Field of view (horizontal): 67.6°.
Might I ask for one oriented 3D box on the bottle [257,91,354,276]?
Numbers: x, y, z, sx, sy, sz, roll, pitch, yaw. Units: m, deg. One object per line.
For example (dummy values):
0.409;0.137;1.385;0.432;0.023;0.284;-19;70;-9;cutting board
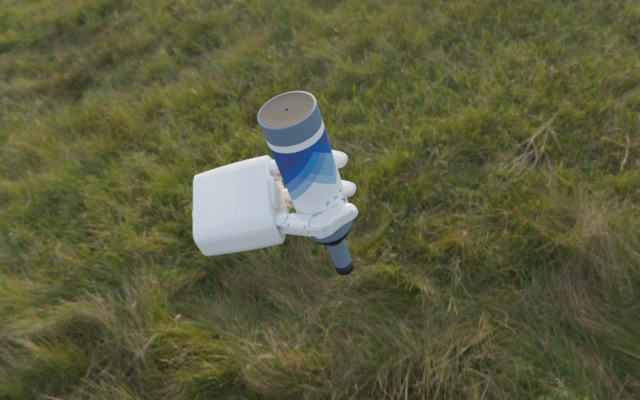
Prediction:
0.000;0.002;0.612;0.069;0.069;0.296;0;-42;20;bottle
